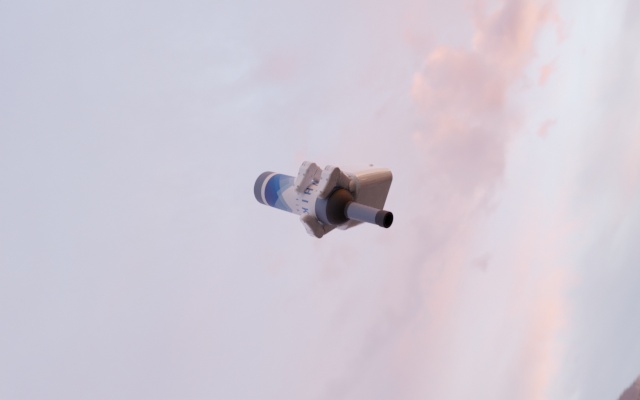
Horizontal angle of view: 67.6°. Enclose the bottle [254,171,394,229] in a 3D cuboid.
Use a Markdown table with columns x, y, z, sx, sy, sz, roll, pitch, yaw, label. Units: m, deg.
| x | y | z | sx | sy | sz | roll | pitch | yaw | label |
| --- | --- | --- | --- | --- | --- | --- | --- | --- | --- |
| 0.000 | 0.003 | 0.837 | 0.295 | 0.069 | 0.069 | 15 | 10 | 42 | bottle |
